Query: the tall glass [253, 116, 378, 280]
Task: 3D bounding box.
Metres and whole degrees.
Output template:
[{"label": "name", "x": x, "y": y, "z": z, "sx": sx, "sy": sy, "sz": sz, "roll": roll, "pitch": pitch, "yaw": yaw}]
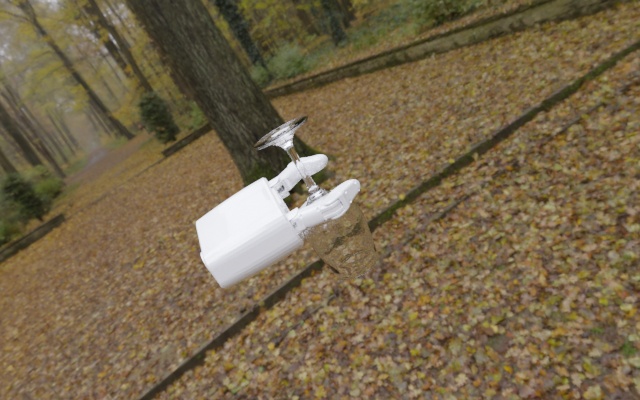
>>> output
[{"label": "tall glass", "x": 0.000, "y": 0.001, "z": 0.588, "sx": 0.079, "sy": 0.201, "sz": 0.079, "roll": -27, "pitch": 18, "yaw": 10}]
